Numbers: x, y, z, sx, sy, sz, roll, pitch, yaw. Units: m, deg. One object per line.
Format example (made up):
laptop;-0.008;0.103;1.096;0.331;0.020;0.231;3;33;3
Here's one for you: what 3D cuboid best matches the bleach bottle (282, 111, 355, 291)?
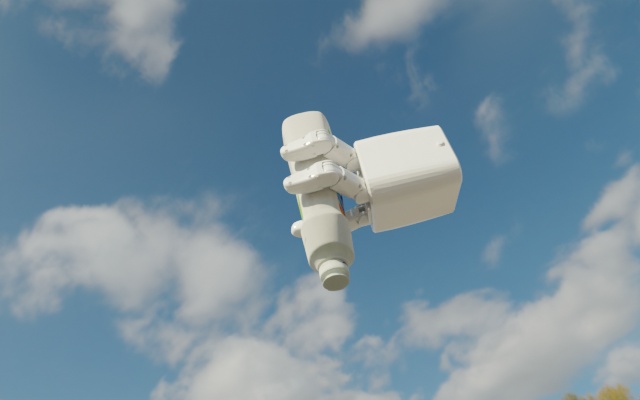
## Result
bleach bottle;0.000;0.002;0.577;0.068;0.250;0.103;-13;-44;2
